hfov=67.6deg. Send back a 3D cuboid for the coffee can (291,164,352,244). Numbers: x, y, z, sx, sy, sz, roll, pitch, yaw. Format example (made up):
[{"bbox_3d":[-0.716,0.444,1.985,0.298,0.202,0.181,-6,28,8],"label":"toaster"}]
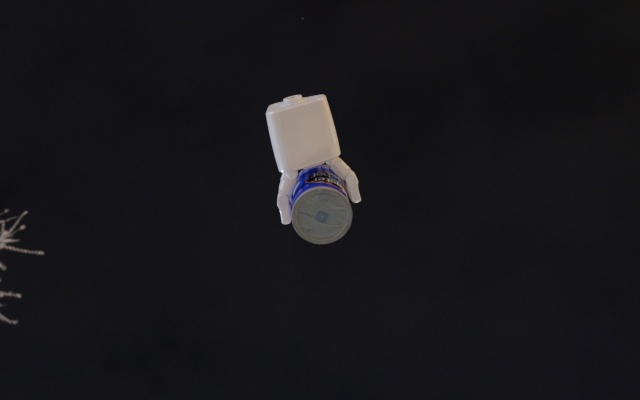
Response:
[{"bbox_3d":[0.000,0.003,0.864,0.103,0.103,0.140,0,21,-2],"label":"coffee can"}]
